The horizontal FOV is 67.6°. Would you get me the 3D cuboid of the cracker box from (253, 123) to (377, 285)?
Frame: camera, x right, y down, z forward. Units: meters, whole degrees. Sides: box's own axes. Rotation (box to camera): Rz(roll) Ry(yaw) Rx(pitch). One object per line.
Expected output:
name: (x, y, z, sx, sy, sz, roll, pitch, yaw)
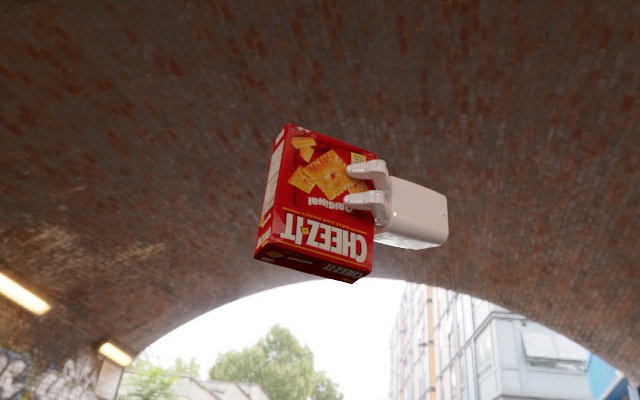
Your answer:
cracker box: (0.000, 0.002, 0.733, 0.164, 0.213, 0.072, 18, -33, -19)
